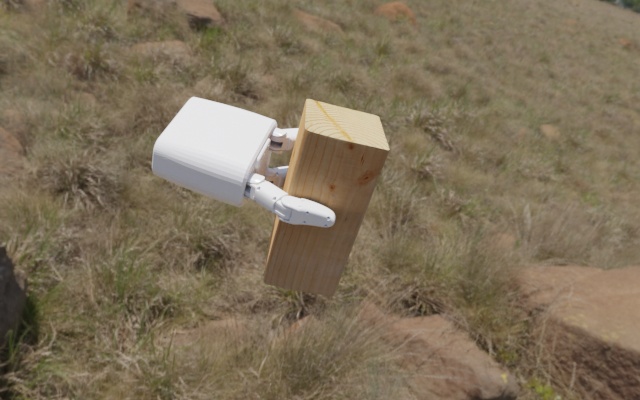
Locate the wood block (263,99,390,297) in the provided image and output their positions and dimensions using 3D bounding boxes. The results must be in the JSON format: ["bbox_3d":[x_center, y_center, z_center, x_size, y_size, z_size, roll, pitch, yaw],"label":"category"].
[{"bbox_3d":[0.000,0.002,0.560,0.090,0.206,0.090,12,31,-8],"label":"wood block"}]
